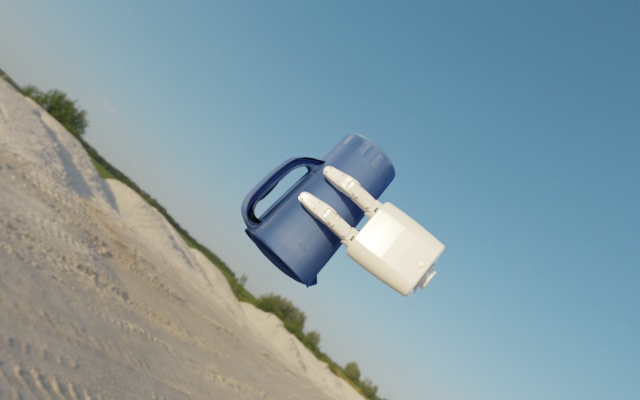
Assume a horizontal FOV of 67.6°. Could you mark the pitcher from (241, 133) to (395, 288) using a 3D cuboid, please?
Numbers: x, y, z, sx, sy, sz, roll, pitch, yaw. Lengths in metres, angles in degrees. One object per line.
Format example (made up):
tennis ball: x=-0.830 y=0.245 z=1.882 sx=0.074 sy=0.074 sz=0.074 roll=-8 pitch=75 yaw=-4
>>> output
pitcher: x=0.000 y=0.003 z=0.756 sx=0.145 sy=0.243 sz=0.149 roll=38 pitch=-14 yaw=18
